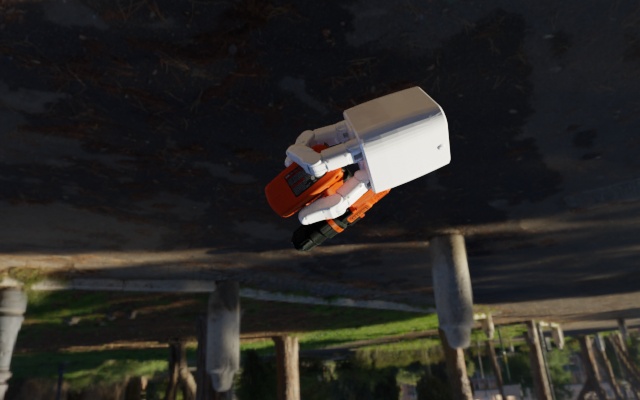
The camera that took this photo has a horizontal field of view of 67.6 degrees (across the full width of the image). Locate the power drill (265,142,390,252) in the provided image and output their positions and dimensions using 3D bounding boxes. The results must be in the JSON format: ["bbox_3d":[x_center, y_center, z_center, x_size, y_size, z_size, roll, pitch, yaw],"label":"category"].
[{"bbox_3d":[0.000,0.002,0.684,0.184,0.057,0.188,-40,-24,11],"label":"power drill"}]
